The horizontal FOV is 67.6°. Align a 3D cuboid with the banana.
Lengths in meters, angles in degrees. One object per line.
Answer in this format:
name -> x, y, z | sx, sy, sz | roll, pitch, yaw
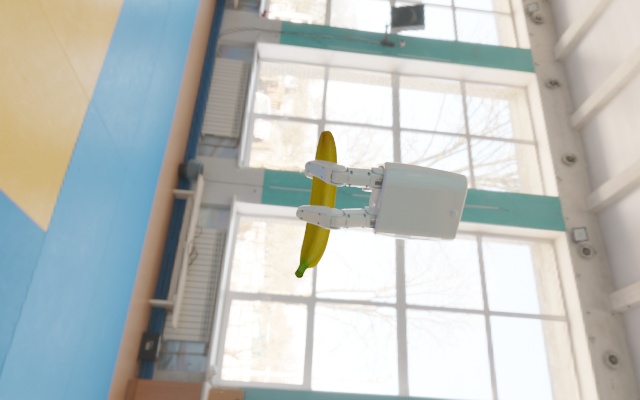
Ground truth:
banana -> 0.001, 0.007, 0.652 | 0.037, 0.198, 0.069 | 9, -3, 4
